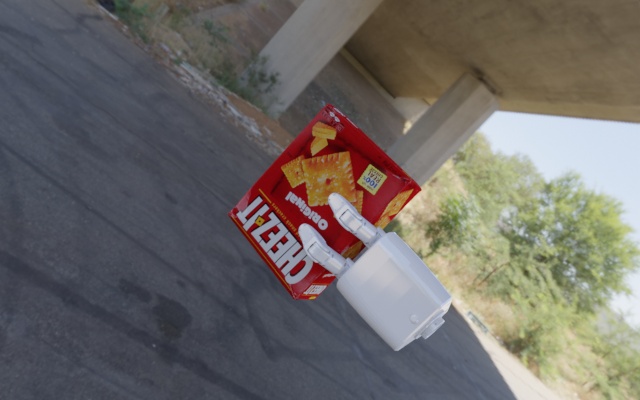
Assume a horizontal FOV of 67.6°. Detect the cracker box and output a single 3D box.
[{"bbox_3d":[0.000,0.002,0.644,0.164,0.214,0.072,48,10,24],"label":"cracker box"}]
